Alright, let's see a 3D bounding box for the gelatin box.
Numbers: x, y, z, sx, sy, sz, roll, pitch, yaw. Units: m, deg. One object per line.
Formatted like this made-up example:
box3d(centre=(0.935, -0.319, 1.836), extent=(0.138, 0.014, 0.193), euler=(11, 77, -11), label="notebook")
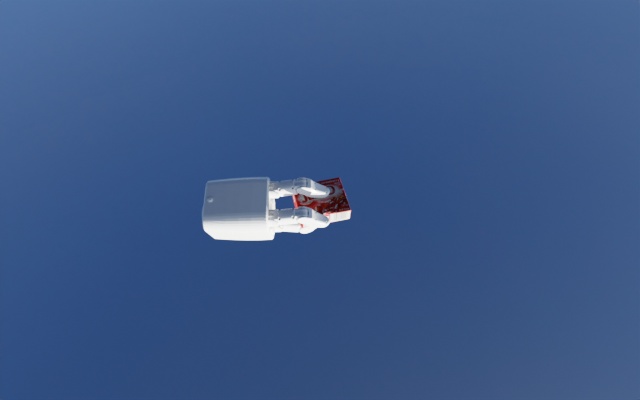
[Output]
box3d(centre=(0.000, 0.003, 0.824), extent=(0.089, 0.073, 0.030), euler=(-10, -34, -10), label="gelatin box")
